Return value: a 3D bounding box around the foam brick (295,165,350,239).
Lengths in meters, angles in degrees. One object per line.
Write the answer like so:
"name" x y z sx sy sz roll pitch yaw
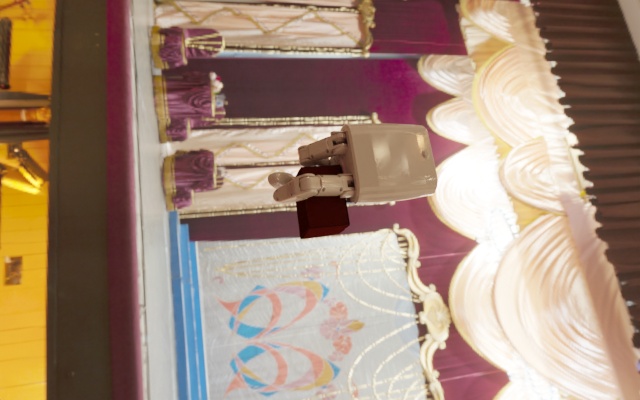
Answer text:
"foam brick" 0.000 0.002 0.579 0.051 0.078 0.053 -4 -15 -15
